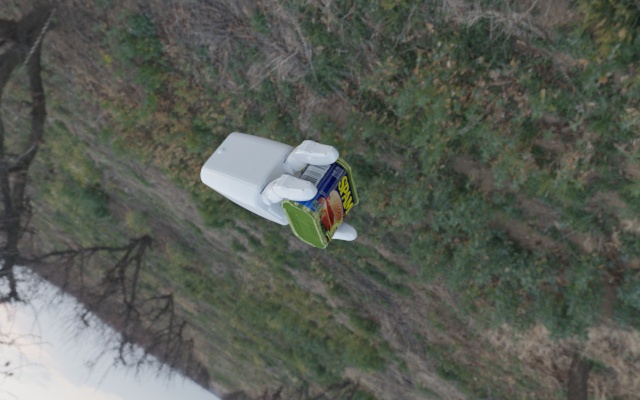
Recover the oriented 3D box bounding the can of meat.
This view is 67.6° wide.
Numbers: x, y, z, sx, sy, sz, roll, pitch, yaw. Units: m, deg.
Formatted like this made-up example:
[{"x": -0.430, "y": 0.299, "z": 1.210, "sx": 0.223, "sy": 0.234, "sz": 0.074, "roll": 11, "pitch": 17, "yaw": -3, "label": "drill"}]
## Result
[{"x": 0.000, "y": 0.002, "z": 0.612, "sx": 0.057, "sy": 0.084, "sz": 0.102, "roll": 22, "pitch": -27, "yaw": 26, "label": "can of meat"}]
